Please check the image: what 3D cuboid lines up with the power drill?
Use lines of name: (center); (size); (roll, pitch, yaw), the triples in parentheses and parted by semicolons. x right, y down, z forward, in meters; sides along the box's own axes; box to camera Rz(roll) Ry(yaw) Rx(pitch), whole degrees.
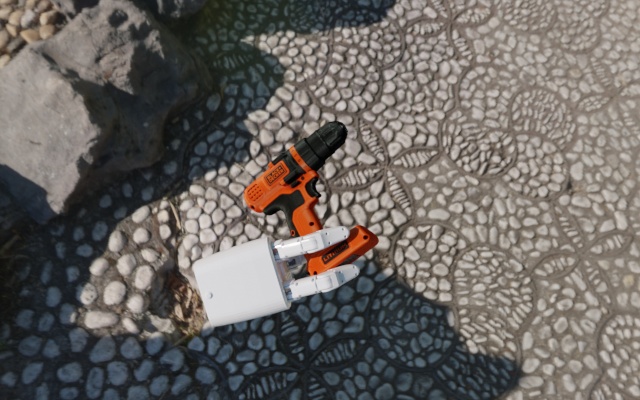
power drill: (0.000, 0.003, 0.674); (0.184, 0.187, 0.057); (-39, -22, 13)
